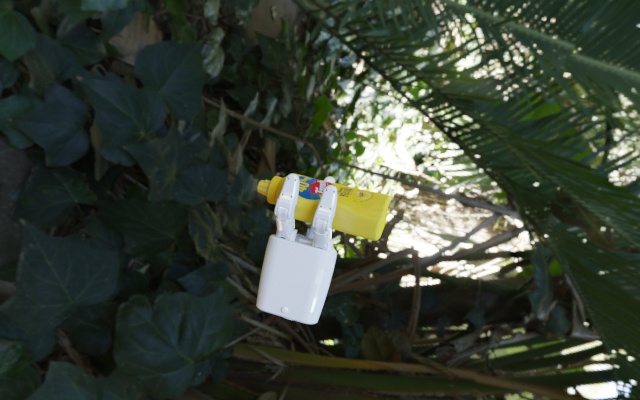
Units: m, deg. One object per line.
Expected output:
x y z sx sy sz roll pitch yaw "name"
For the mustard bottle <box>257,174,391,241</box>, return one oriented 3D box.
0.000 0.002 0.689 0.191 0.058 0.096 14 26 12 "mustard bottle"
